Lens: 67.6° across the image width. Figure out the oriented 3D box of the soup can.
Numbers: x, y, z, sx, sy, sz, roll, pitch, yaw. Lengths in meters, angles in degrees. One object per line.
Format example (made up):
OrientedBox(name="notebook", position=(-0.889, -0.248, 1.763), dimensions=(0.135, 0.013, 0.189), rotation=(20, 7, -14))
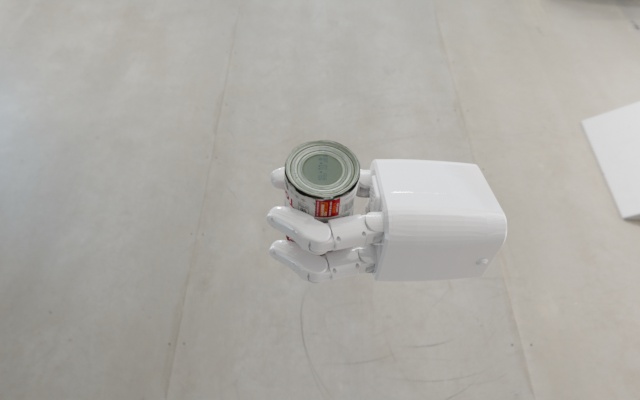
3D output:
OrientedBox(name="soup can", position=(0.000, 0.001, 0.449), dimensions=(0.068, 0.068, 0.102), rotation=(0, -36, -3))
